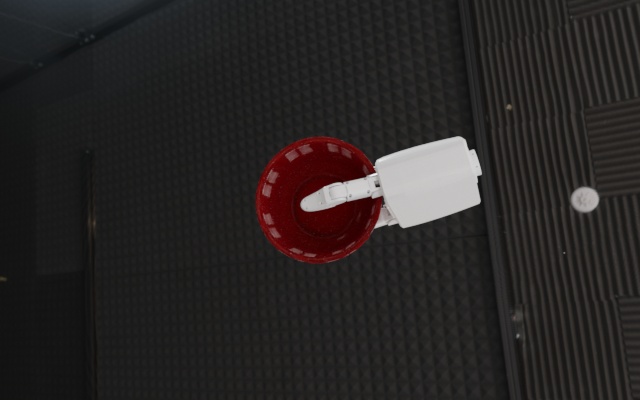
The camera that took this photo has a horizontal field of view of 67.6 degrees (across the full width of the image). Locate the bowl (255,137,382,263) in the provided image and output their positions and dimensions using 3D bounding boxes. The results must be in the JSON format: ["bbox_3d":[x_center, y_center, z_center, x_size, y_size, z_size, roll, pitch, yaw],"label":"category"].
[{"bbox_3d":[-0.001,0.002,0.623,0.162,0.162,0.055,0,-11,10],"label":"bowl"}]
